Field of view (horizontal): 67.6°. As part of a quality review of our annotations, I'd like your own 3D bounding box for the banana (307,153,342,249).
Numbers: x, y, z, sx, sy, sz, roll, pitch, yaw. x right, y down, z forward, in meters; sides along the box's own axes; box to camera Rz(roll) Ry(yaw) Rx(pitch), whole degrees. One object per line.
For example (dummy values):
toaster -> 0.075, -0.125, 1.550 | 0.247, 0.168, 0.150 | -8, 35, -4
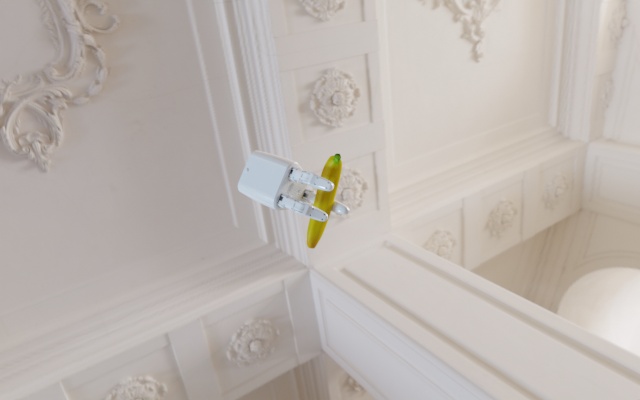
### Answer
banana -> 0.006, -0.006, 0.911 | 0.037, 0.198, 0.069 | 18, 22, 11
